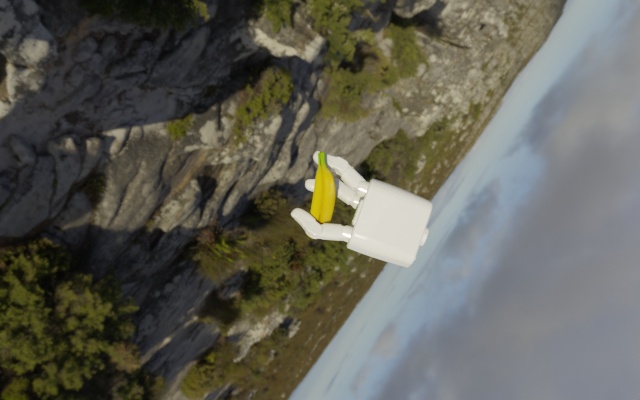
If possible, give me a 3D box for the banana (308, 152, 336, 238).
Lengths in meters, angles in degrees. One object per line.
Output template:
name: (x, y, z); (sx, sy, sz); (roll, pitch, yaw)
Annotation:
banana: (0.000, 0.014, 0.791); (0.037, 0.069, 0.198); (6, -43, -5)
